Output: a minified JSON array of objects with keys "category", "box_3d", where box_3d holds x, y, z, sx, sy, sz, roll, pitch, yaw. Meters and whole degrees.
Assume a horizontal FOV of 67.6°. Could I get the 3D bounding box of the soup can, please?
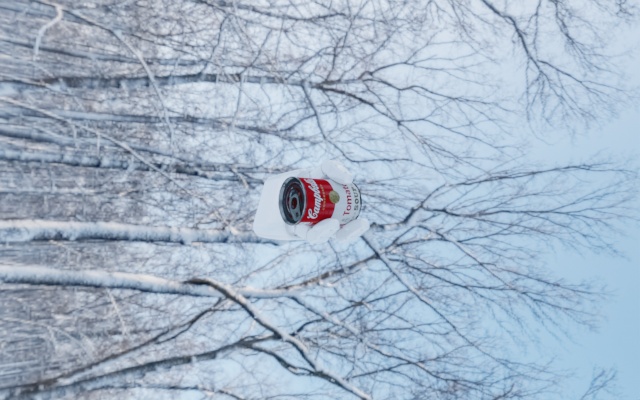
[{"category":"soup can","box_3d":[0.001,0.002,0.686,0.102,0.068,0.068,2,-1,-36]}]
